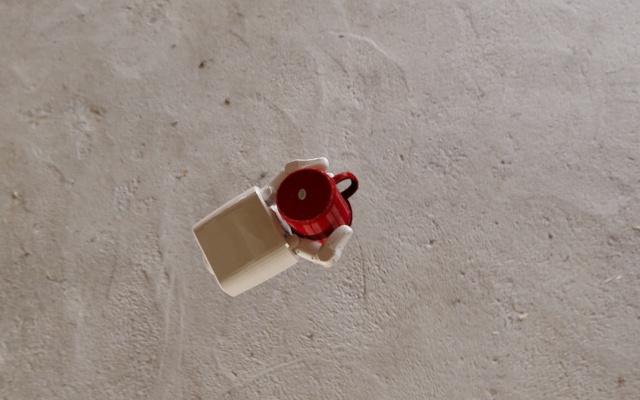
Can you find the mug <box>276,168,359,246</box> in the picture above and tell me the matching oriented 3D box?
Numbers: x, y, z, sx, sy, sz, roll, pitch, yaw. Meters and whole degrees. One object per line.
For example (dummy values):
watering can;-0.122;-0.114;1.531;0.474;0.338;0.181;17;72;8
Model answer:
mug;0.001;0.001;0.641;0.117;0.093;0.081;-32;-29;1
